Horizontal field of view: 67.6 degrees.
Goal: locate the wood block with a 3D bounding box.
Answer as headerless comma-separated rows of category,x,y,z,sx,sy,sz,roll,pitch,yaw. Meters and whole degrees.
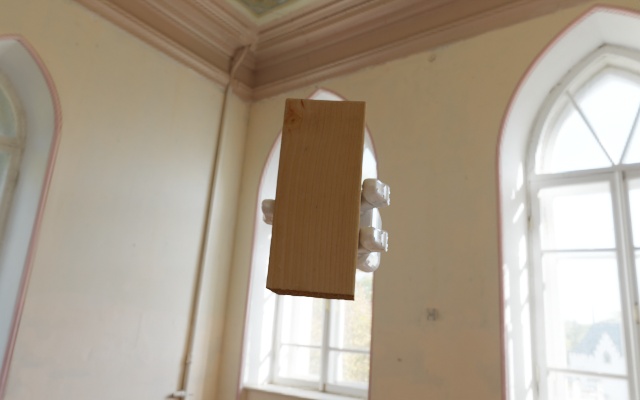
wood block,0.000,0.002,0.531,0.091,0.206,0.090,3,-15,5
